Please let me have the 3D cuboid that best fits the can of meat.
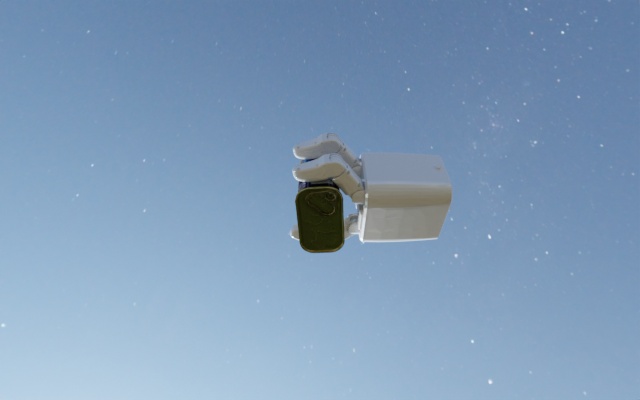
[{"bbox_3d":[0.000,0.002,0.615,0.057,0.102,0.084,-3,36,2],"label":"can of meat"}]
